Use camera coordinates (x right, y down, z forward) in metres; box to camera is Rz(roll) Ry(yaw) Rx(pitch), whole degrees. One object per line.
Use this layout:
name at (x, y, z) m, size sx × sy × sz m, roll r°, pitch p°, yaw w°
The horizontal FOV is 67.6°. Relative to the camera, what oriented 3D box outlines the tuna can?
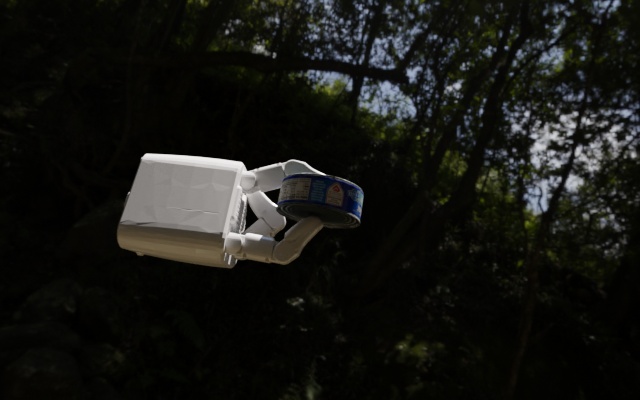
tuna can at (0.000, 0.001, 0.484) m, size 0.086 × 0.033 × 0.086 m, roll 9°, pitch -15°, yaw 2°
